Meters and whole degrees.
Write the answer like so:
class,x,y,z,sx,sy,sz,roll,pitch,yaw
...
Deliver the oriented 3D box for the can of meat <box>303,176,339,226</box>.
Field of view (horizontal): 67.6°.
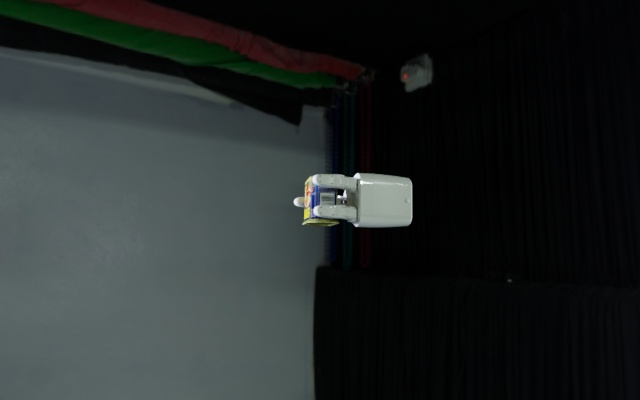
class,x,y,z,sx,sy,sz,roll,pitch,yaw
can of meat,0.000,0.003,0.886,0.057,0.084,0.102,2,-6,-9
